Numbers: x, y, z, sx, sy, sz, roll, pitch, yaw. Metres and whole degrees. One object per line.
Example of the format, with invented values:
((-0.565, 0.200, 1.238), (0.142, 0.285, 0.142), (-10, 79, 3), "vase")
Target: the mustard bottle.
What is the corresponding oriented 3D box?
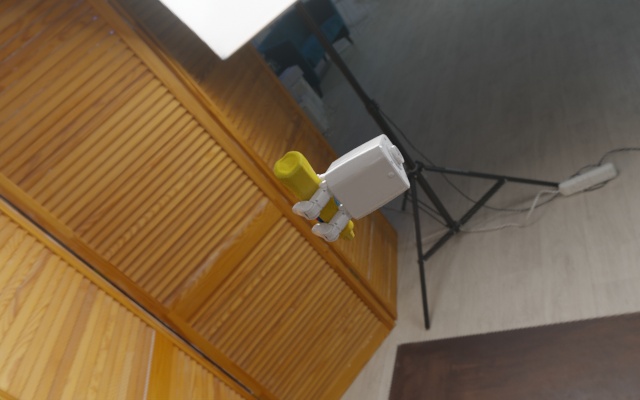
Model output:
((0.000, 0.003, 0.836), (0.058, 0.192, 0.096), (-42, 26, -2), "mustard bottle")
